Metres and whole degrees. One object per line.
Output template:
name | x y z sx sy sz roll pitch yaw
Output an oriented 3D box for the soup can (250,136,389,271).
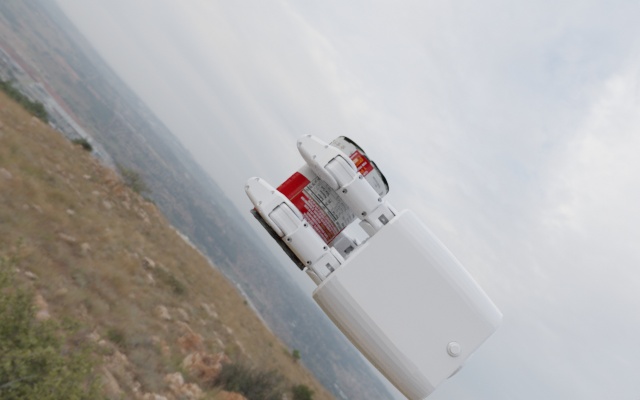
soup can | 0.000 0.001 0.410 0.102 0.068 0.068 -41 6 -7
